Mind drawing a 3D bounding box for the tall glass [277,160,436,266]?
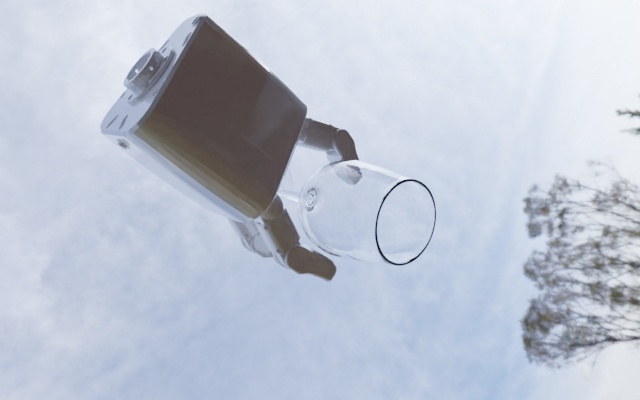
[{"bbox_3d":[0.000,0.001,0.409,0.079,0.079,0.201,0,8,-38],"label":"tall glass"}]
